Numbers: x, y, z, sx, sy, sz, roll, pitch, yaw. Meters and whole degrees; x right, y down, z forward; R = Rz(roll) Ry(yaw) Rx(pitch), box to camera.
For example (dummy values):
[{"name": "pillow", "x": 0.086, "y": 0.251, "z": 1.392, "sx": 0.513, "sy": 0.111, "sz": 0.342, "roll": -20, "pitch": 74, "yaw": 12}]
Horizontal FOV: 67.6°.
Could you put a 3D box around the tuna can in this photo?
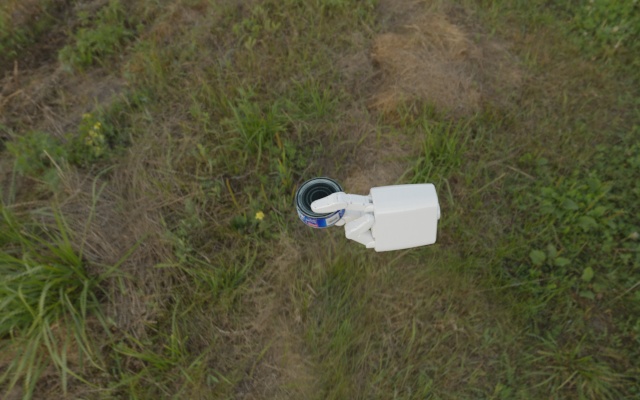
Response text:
[{"name": "tuna can", "x": 0.000, "y": 0.002, "z": 0.821, "sx": 0.086, "sy": 0.086, "sz": 0.034, "roll": 0, "pitch": -32, "yaw": 8}]
